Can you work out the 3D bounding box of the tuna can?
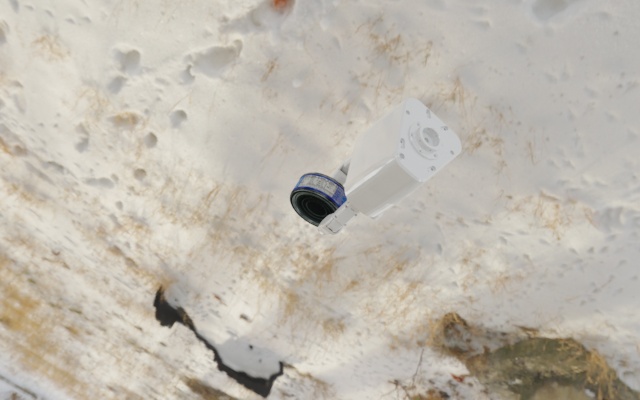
[{"bbox_3d":[0.000,0.003,0.674,0.086,0.033,0.086,22,-33,15],"label":"tuna can"}]
